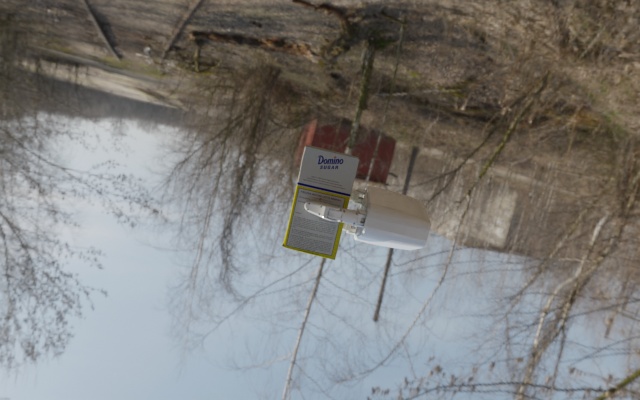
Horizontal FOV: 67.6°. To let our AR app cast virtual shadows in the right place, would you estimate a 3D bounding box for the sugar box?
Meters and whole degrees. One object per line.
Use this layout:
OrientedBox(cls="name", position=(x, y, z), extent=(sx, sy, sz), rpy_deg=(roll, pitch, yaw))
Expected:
OrientedBox(cls="sugar box", position=(0.000, 0.003, 0.802), extent=(0.093, 0.176, 0.048), rpy_deg=(14, 6, -1))
